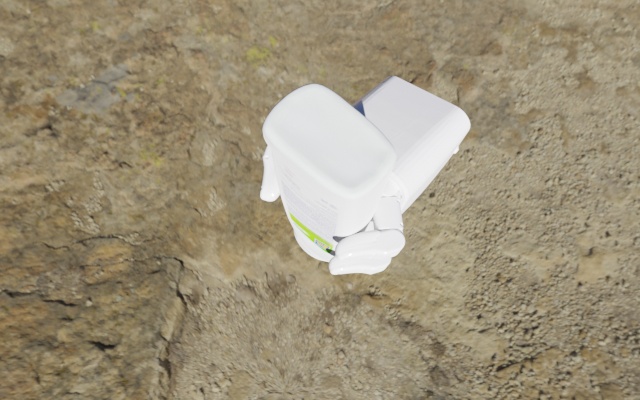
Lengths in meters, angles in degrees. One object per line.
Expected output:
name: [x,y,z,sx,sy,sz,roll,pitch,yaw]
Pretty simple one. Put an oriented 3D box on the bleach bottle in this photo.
bleach bottle: [0.000,0.002,0.461,0.102,0.068,0.251,41,-19,12]
